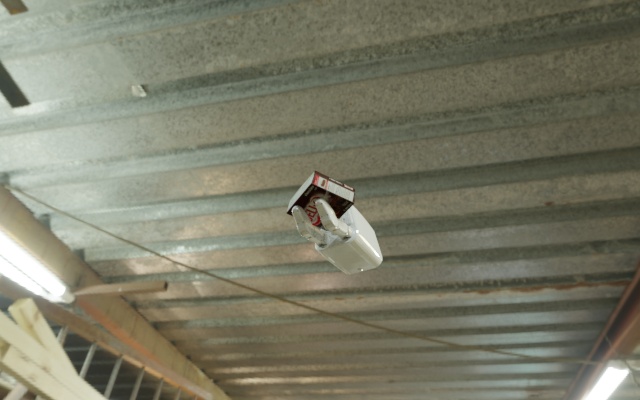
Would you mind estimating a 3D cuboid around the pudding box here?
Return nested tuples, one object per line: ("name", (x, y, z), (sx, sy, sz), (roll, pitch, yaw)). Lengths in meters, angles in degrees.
("pudding box", (0.000, 0.003, 0.891), (0.090, 0.039, 0.113), (23, -42, -16))
